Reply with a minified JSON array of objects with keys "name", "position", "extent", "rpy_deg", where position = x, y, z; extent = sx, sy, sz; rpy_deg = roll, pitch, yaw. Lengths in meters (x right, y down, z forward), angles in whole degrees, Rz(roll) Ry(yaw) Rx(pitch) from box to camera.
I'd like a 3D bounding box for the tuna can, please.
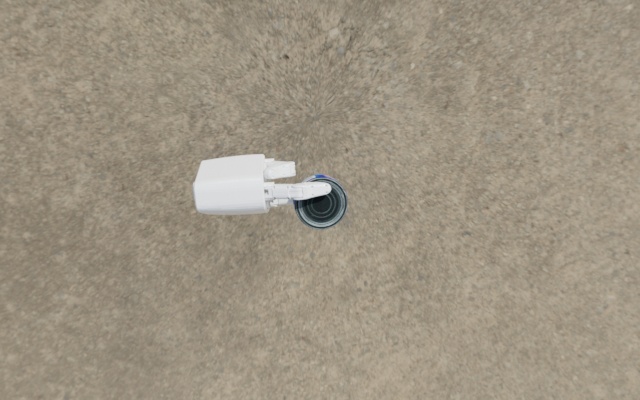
[{"name":"tuna can","position":[0.000,0.003,0.759],"extent":[0.086,0.086,0.033],"rpy_deg":[0,10,-6]}]
